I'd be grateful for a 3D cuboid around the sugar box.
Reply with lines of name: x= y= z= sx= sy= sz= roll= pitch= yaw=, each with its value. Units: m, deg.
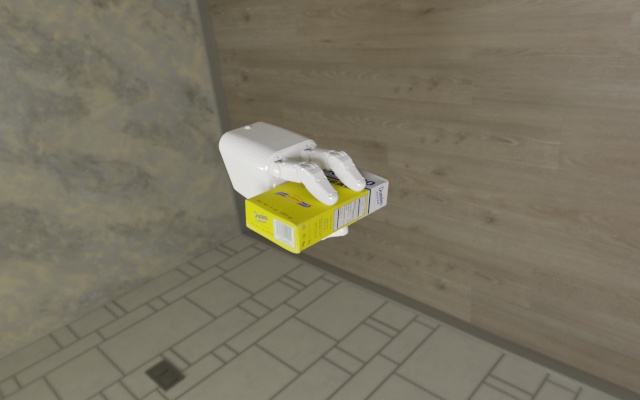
sugar box: x=0.000 y=0.002 z=0.621 sx=0.093 sy=0.048 sz=0.176 roll=25 pitch=38 yaw=36
